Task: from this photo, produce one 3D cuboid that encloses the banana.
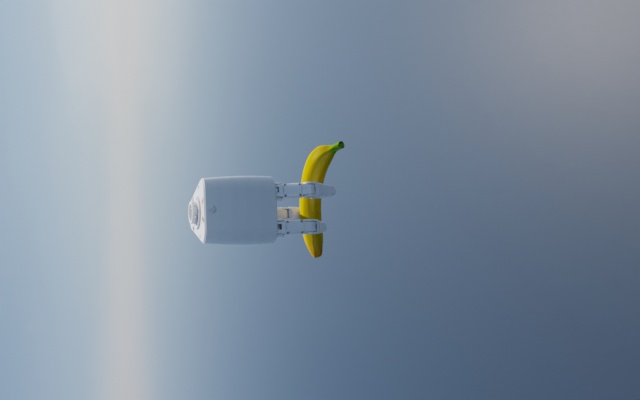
[{"bbox_3d":[-0.008,-0.007,0.781,0.037,0.198,0.069,0,19,-30],"label":"banana"}]
